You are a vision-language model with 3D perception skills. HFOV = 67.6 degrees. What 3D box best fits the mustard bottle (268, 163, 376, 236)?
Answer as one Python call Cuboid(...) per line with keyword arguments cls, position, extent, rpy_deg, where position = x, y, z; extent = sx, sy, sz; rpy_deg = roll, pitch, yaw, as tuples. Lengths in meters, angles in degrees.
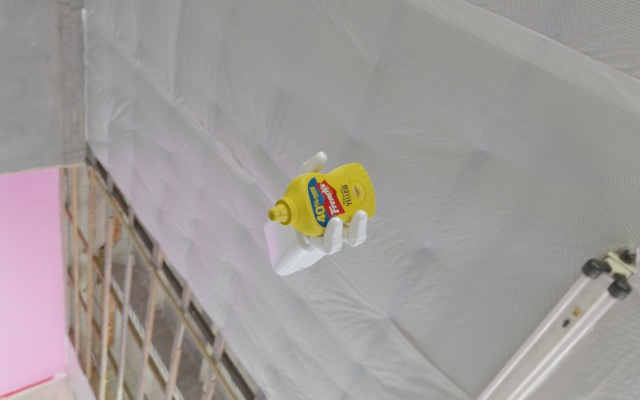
Cuboid(cls="mustard bottle", position=(0.001, 0.002, 0.739), extent=(0.191, 0.096, 0.058), rpy_deg=(-15, 1, -40))
